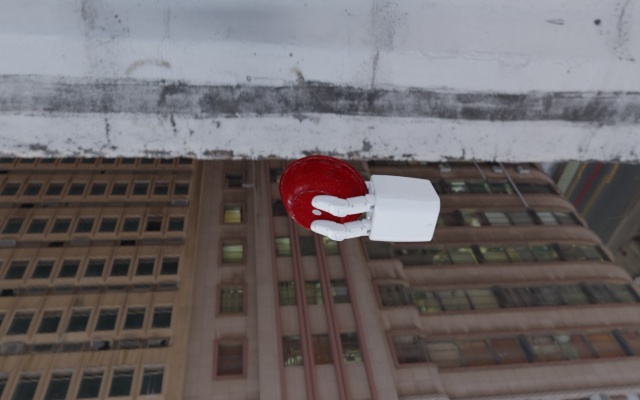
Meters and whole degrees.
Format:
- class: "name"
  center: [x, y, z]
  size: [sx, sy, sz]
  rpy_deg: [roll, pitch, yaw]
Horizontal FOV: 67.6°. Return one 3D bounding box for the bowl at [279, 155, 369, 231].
- class: "bowl"
  center: [-0.001, 0.003, 0.827]
  size: [0.162, 0.162, 0.055]
  rpy_deg: [0, 39, 13]
